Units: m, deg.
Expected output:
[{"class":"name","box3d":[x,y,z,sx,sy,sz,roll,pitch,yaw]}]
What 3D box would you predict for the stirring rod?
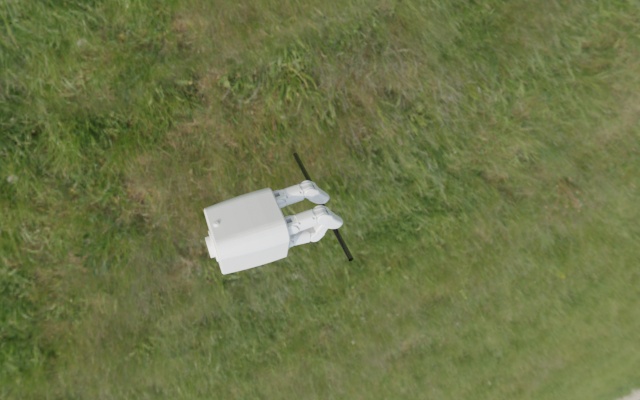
[{"class":"stirring rod","box3d":[0.000,0.003,0.779,0.011,0.239,0.011,-17,-38,-14]}]
